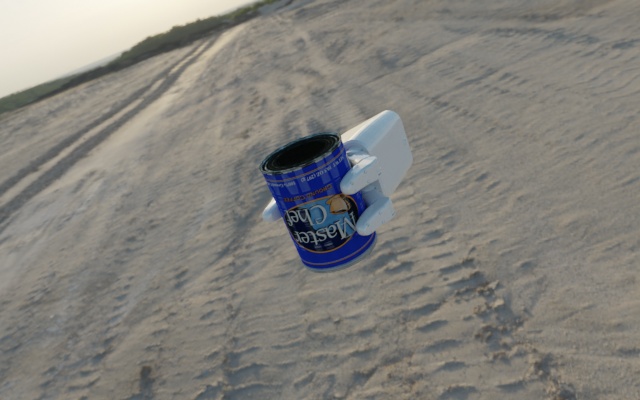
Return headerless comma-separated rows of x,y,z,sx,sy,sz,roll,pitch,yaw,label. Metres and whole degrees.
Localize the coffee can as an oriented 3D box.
0.000,0.002,0.581,0.103,0.140,0.102,-18,24,8,coffee can
